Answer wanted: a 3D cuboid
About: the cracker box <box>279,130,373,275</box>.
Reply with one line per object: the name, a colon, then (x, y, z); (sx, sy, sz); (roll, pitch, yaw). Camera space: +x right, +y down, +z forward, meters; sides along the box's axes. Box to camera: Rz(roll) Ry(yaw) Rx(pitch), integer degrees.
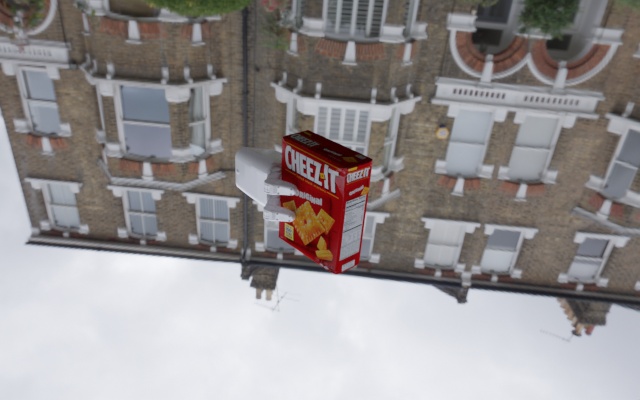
cracker box: (0.000, 0.003, 0.858); (0.072, 0.214, 0.164); (-22, 38, -39)
